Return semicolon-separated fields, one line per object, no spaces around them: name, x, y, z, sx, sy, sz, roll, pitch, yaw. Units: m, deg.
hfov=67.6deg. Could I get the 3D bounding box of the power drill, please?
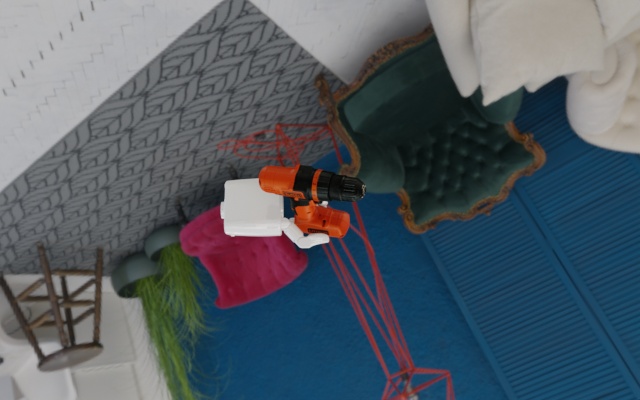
power drill;0.000;0.003;0.848;0.184;0.057;0.188;10;-26;18
